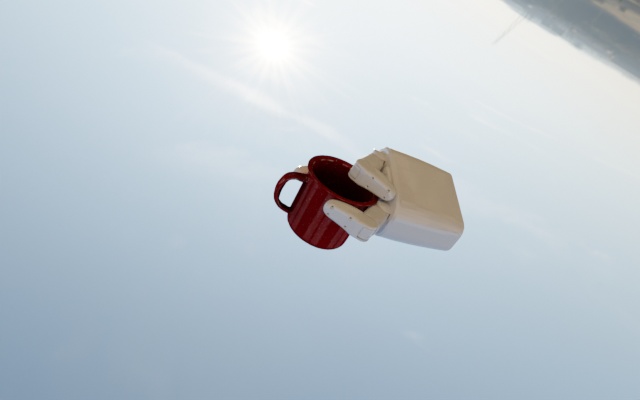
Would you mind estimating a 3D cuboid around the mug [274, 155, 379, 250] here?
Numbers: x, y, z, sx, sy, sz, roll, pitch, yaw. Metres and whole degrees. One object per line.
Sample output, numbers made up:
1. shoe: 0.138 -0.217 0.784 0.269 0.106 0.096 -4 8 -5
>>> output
1. mug: -0.001 0.002 0.571 0.117 0.081 0.093 16 33 -23
